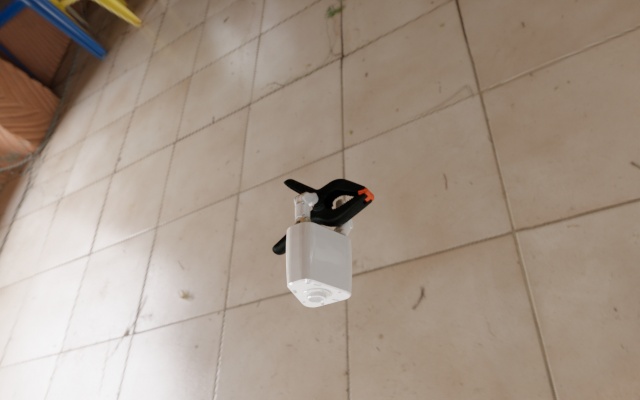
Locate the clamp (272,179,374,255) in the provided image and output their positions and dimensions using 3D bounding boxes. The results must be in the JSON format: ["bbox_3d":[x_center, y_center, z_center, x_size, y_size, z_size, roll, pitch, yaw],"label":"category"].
[{"bbox_3d":[0.000,0.003,0.887,0.210,0.164,0.036,-21,-39,27],"label":"clamp"}]
